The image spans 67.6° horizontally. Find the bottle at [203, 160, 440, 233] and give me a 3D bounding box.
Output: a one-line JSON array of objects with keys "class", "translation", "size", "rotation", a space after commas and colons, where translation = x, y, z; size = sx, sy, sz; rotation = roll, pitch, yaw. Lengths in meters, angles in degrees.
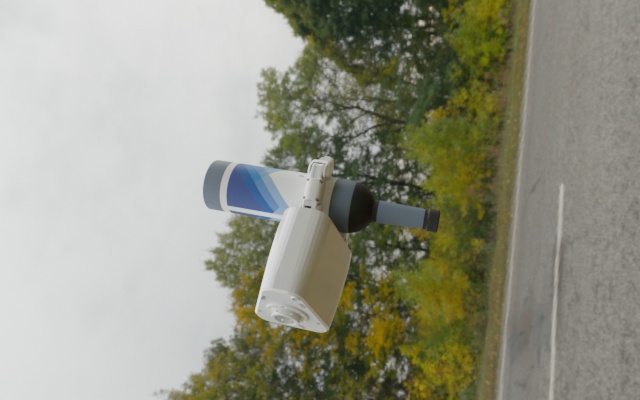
[{"class": "bottle", "translation": [0.000, 0.002, 0.605], "size": [0.295, 0.069, 0.069], "rotation": [9, 2, 13]}]
